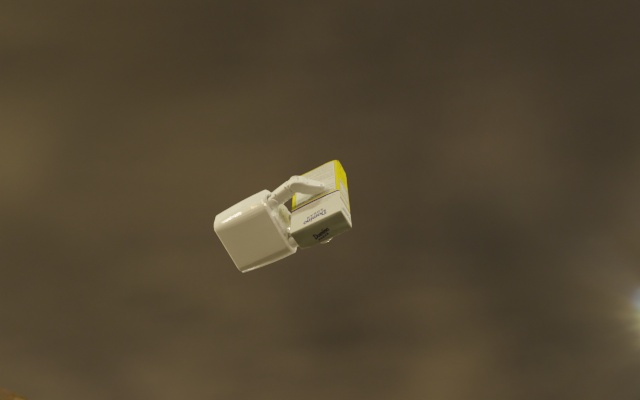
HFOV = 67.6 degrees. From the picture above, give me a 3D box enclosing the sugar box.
[{"bbox_3d":[0.000,0.003,0.813,0.093,0.048,0.176,-25,31,15],"label":"sugar box"}]
